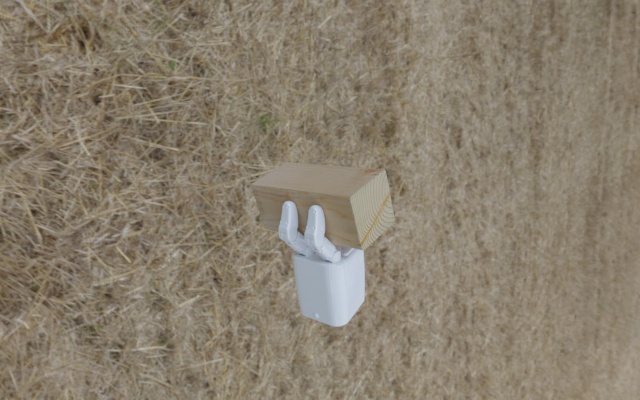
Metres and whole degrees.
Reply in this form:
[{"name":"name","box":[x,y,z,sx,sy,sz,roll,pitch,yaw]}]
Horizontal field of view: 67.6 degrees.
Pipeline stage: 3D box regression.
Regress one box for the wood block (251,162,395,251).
[{"name":"wood block","box":[0.001,0.003,0.749,0.206,0.090,0.090,8,33,41]}]
